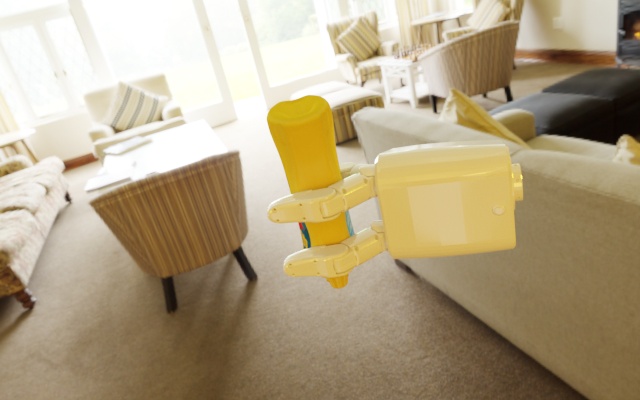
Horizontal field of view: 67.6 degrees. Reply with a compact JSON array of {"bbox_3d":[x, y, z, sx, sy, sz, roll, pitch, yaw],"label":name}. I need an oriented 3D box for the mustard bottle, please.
[{"bbox_3d":[0.000,0.001,0.458,0.058,0.192,0.096,-15,24,-3],"label":"mustard bottle"}]
